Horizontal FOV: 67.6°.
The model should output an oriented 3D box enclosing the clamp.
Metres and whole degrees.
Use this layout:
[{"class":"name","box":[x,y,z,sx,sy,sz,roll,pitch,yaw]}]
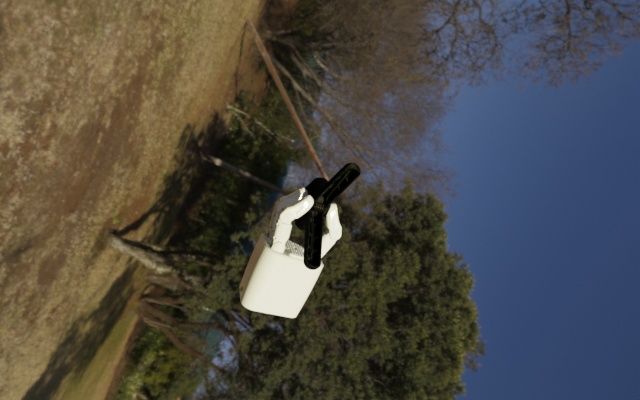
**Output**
[{"class":"clamp","box":[0.001,0.003,0.767,0.036,0.164,0.210,24,9,-17]}]
